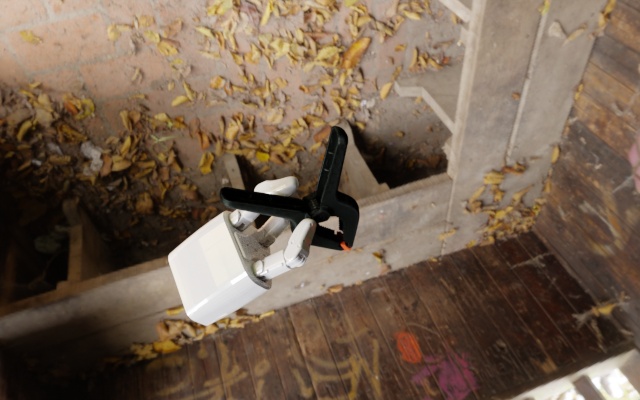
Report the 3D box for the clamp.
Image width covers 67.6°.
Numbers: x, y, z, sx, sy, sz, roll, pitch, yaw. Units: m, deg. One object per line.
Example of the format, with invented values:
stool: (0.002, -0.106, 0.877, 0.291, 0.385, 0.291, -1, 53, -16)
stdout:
clamp: (0.000, 0.003, 0.605, 0.164, 0.036, 0.210, -32, -42, 15)
